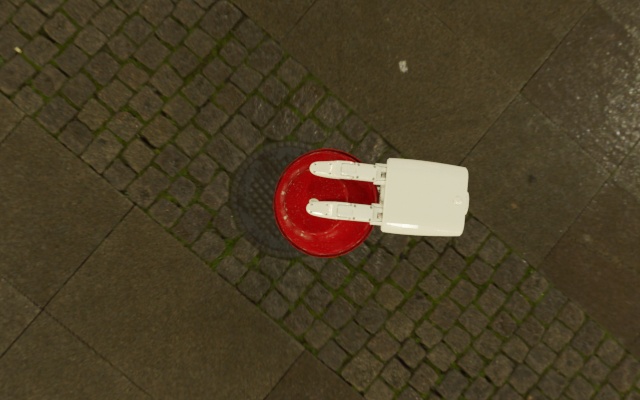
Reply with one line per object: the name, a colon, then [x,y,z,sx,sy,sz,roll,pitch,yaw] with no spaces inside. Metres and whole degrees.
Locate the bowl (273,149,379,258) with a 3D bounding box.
bowl: [-0.001,0.002,0.681,0.162,0.162,0.055,0,-3,15]
